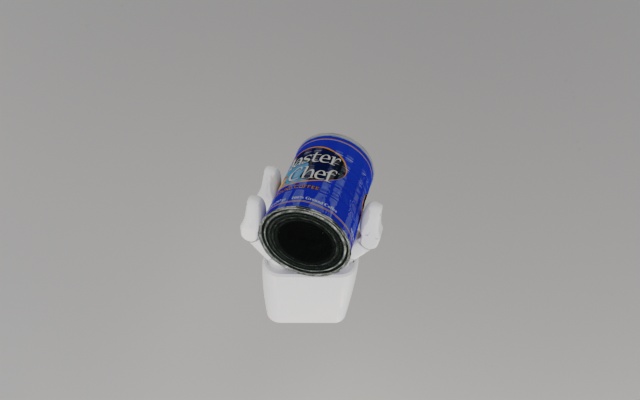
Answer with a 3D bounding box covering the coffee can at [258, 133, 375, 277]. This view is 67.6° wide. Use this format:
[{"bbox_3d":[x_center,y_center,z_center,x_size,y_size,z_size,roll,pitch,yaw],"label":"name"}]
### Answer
[{"bbox_3d":[0.000,0.002,0.553,0.103,0.103,0.140,0,40,20],"label":"coffee can"}]
